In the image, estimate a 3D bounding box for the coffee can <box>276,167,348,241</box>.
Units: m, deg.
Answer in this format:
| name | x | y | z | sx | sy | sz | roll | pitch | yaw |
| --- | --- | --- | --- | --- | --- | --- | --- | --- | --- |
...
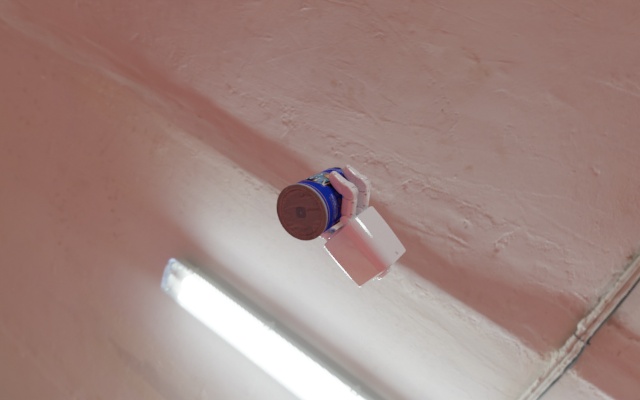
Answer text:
| name | x | y | z | sx | sy | sz | roll | pitch | yaw |
| --- | --- | --- | --- | --- | --- | --- | --- | --- | --- |
| coffee can | 0.000 | 0.003 | 0.880 | 0.103 | 0.103 | 0.140 | 0 | 16 | 31 |
